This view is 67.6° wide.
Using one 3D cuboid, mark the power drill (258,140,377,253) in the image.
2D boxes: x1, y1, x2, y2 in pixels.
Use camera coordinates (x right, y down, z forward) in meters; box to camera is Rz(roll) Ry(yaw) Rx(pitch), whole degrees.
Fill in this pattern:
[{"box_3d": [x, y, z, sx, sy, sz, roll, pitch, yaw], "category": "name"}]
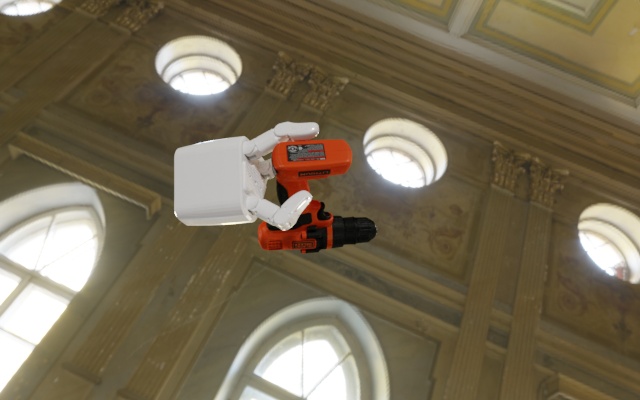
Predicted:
[{"box_3d": [0.000, 0.002, 0.688, 0.184, 0.188, 0.057, -4, 44, -8], "category": "power drill"}]
